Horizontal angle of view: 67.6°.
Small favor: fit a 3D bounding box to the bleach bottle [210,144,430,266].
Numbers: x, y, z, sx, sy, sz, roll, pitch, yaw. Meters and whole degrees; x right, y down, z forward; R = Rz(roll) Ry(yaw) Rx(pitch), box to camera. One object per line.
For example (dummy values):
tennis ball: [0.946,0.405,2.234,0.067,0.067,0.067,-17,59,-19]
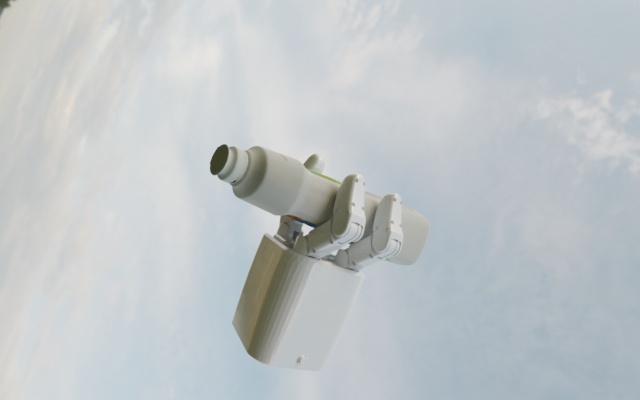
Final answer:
bleach bottle: [0.000,0.002,0.481,0.251,0.068,0.102,23,-1,-39]
